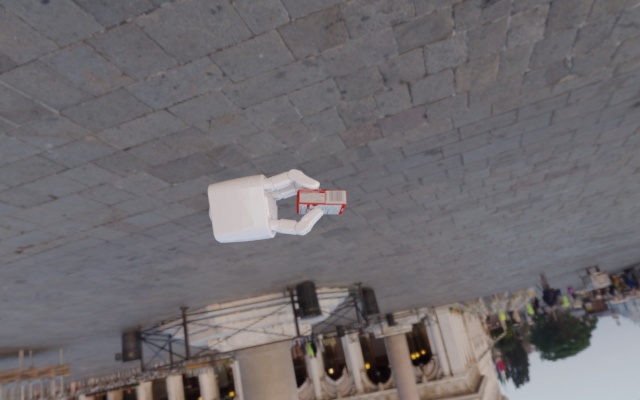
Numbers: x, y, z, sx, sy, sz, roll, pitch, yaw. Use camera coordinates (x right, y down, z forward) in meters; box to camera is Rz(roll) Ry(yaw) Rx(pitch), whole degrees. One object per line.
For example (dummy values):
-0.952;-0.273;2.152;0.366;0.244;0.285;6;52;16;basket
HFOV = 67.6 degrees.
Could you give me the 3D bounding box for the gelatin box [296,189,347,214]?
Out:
0.000;0.003;0.877;0.089;0.030;0.073;1;-16;-3;gelatin box
